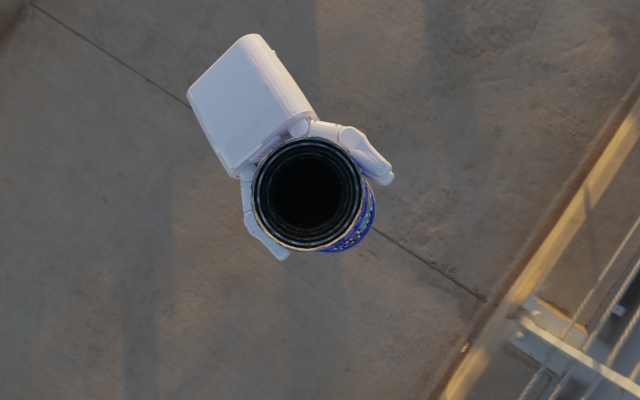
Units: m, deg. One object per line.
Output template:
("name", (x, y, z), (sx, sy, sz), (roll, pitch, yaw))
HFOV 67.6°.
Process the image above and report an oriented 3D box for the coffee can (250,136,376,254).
("coffee can", (0.000, 0.002, 0.482), (0.103, 0.103, 0.140), (0, -7, 10))
